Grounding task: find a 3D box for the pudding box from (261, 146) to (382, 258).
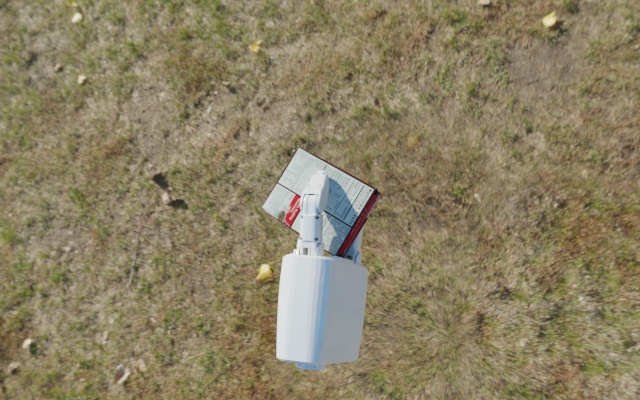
[{"bbox_3d":[0.000,0.002,0.550,0.113,0.090,0.039,31,-2,19],"label":"pudding box"}]
